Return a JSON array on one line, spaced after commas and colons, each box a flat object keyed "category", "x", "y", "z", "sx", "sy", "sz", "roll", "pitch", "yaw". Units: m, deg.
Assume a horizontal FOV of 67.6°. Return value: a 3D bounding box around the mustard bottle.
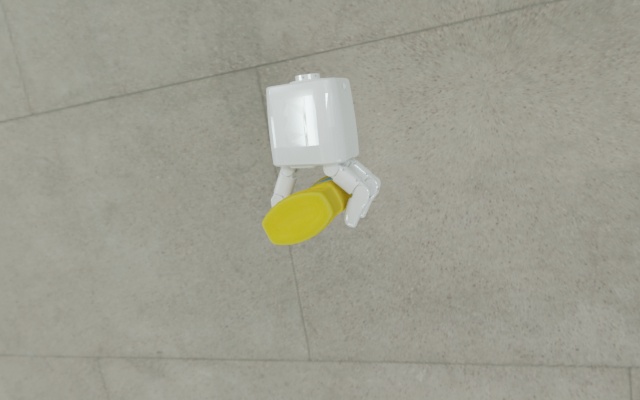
[{"category": "mustard bottle", "x": 0.000, "y": 0.003, "z": 0.653, "sx": 0.096, "sy": 0.058, "sz": 0.191, "roll": -29, "pitch": 2, "yaw": 22}]
